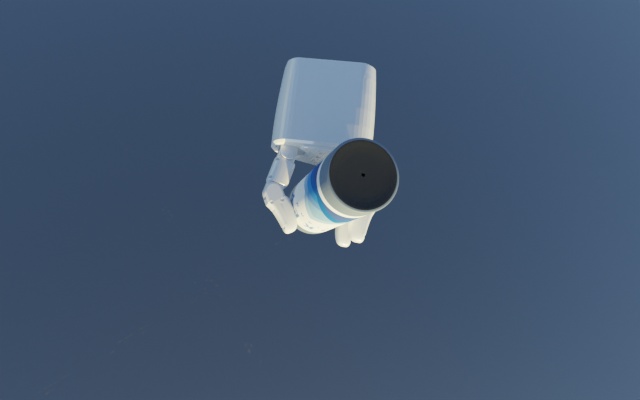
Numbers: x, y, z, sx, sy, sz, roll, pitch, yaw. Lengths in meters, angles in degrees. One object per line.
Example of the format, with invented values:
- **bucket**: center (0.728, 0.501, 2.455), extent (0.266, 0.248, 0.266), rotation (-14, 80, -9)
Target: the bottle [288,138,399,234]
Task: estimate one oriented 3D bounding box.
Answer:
- **bottle**: center (0.000, 0.002, 0.549), extent (0.069, 0.069, 0.296), rotation (0, -9, -15)
